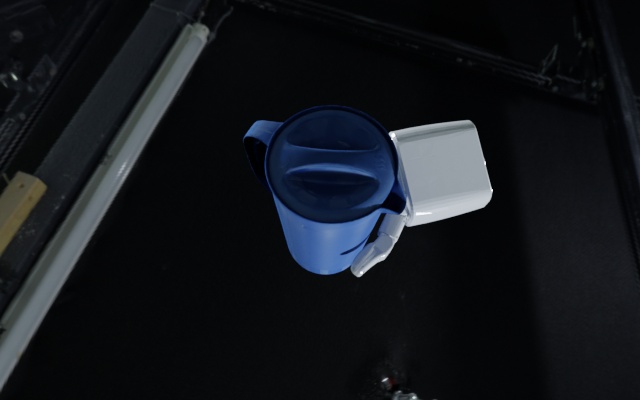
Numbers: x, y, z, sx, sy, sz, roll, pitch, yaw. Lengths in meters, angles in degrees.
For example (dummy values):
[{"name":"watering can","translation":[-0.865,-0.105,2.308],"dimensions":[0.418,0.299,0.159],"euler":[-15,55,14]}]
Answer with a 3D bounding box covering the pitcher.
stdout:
[{"name":"pitcher","translation":[0.000,0.002,0.576],"dimensions":[0.145,0.149,0.243],"euler":[-14,-23,-8]}]
